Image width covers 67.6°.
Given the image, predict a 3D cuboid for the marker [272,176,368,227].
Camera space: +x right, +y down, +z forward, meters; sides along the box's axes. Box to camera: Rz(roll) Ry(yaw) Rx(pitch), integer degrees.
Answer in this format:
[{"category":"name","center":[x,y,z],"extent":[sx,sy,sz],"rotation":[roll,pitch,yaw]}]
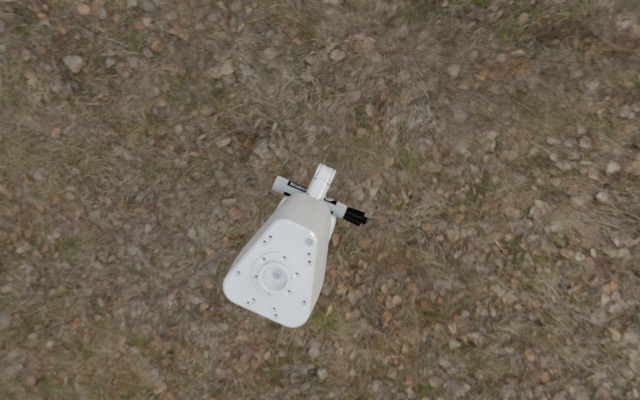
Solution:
[{"category":"marker","center":[0.000,0.002,0.581],"extent":[0.121,0.020,0.020],"rotation":[23,0,1]}]
